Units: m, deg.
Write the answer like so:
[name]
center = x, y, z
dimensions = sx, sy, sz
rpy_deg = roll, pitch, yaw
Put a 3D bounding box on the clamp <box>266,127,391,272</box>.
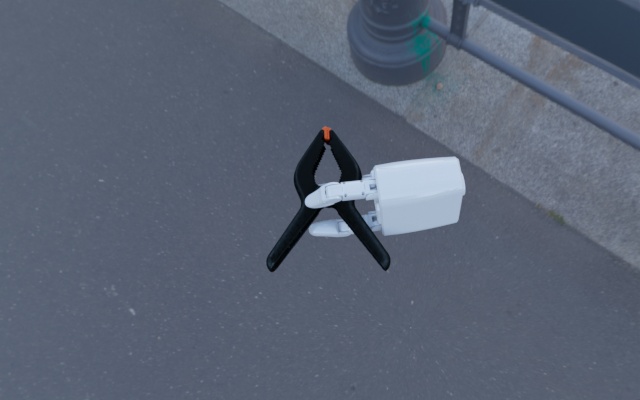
[clamp]
center = 0.000, 0.001, 0.657
dimensions = 0.164, 0.210, 0.036
rpy_deg = -8, -16, 2
